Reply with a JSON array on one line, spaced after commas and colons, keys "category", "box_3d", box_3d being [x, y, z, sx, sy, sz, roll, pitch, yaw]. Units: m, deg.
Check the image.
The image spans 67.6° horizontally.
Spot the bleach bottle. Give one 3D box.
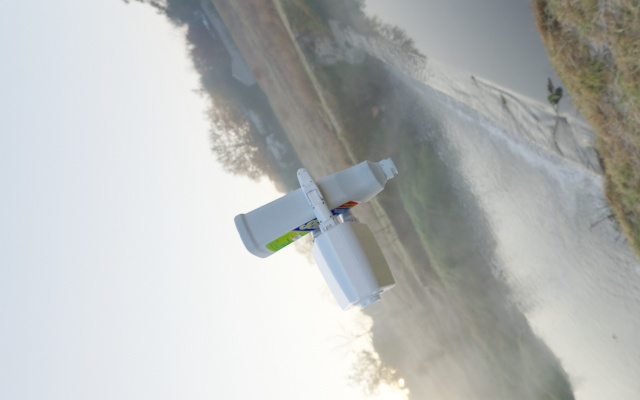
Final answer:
[{"category": "bleach bottle", "box_3d": [0.000, 0.002, 0.732, 0.251, 0.068, 0.102, -28, -18, 3]}]
